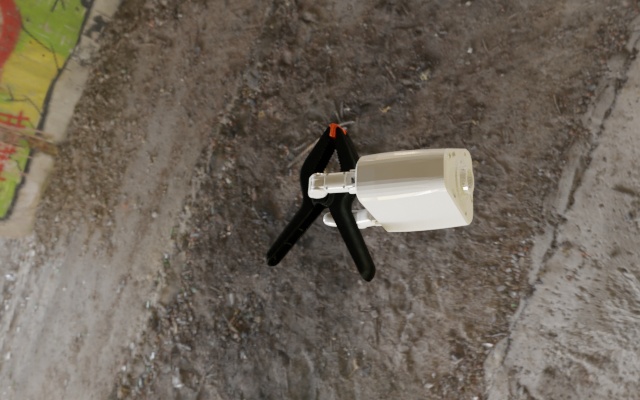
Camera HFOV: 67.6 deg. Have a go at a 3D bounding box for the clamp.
[{"bbox_3d":[0.000,0.001,0.644,0.164,0.210,0.036,-4,-14,30],"label":"clamp"}]
